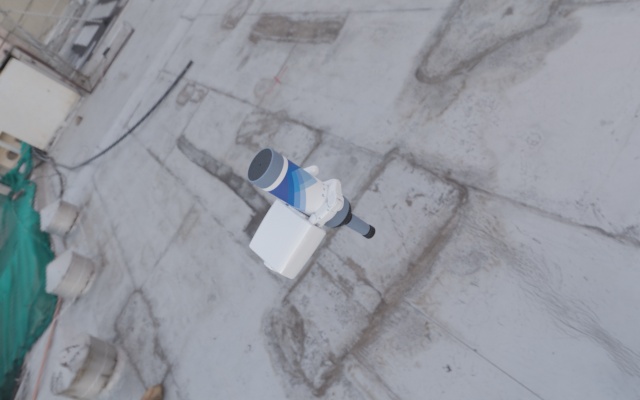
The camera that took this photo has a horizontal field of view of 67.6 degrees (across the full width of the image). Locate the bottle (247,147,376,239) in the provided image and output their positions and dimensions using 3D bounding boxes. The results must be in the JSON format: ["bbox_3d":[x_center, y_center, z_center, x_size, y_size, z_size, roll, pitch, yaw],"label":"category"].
[{"bbox_3d":[0.000,0.003,0.883,0.296,0.069,0.069,32,-20,-36],"label":"bottle"}]
